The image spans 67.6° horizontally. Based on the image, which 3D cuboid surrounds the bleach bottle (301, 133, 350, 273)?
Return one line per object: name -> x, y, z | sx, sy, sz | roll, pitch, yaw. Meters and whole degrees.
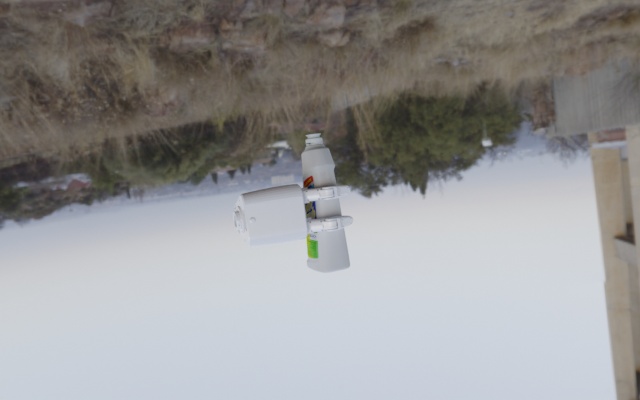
bleach bottle -> 0.000, 0.003, 0.891 | 0.068, 0.251, 0.102 | -9, 4, -20
